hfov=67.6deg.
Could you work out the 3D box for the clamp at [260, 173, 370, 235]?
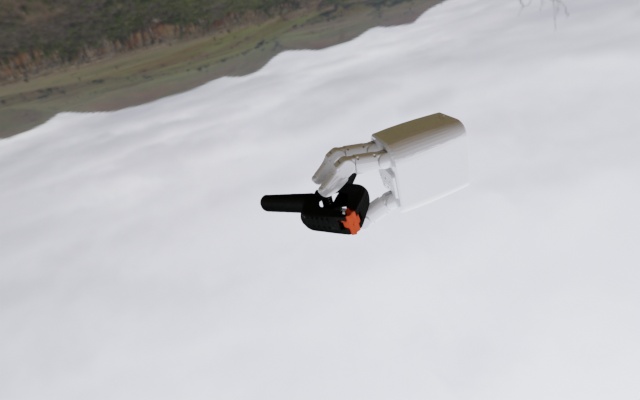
[{"bbox_3d":[0.001,0.003,0.655,0.164,0.036,0.210,-23,22,-3],"label":"clamp"}]
